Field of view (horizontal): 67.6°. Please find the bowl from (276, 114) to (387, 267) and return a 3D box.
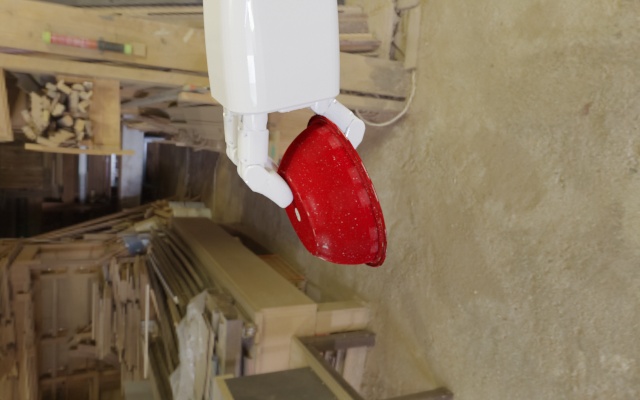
[{"bbox_3d":[0.000,0.003,0.468,0.055,0.162,0.162,-24,6,-15],"label":"bowl"}]
